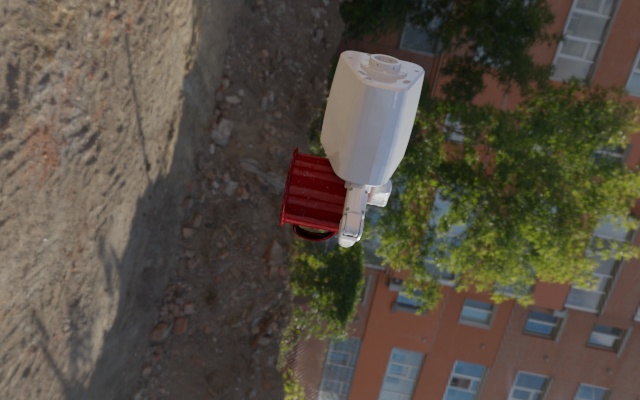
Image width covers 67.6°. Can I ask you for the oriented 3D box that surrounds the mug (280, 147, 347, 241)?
[{"bbox_3d":[0.000,0.003,0.558,0.081,0.117,0.093,11,34,0],"label":"mug"}]
